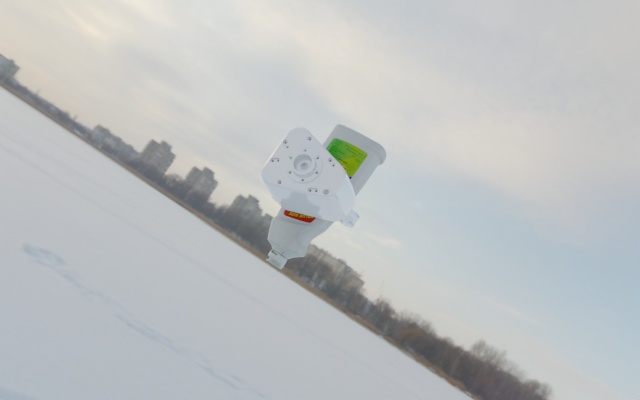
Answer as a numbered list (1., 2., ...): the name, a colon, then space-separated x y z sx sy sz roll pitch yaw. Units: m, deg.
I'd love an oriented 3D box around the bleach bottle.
1. bleach bottle: 0.000 0.002 0.775 0.102 0.251 0.068 30 -10 17
